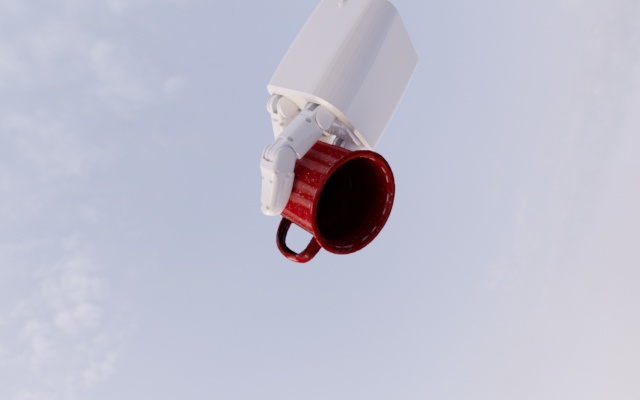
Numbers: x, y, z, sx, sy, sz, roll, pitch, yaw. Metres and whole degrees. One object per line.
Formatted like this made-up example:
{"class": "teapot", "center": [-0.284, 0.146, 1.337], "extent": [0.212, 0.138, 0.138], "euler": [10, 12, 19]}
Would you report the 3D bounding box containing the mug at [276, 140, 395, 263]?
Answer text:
{"class": "mug", "center": [-0.001, 0.003, 0.430], "extent": [0.093, 0.117, 0.081], "euler": [33, -5, -42]}
